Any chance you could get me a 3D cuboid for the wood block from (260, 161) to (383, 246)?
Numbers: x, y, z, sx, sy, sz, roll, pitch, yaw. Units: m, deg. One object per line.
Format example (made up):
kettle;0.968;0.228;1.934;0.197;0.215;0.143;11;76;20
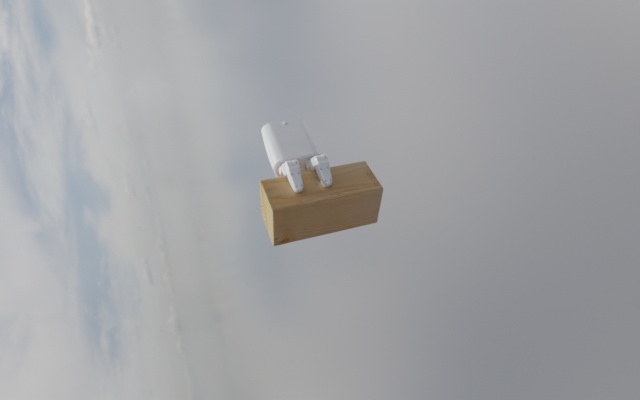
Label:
wood block;0.000;0.003;0.884;0.206;0.091;0.090;-12;46;-17
